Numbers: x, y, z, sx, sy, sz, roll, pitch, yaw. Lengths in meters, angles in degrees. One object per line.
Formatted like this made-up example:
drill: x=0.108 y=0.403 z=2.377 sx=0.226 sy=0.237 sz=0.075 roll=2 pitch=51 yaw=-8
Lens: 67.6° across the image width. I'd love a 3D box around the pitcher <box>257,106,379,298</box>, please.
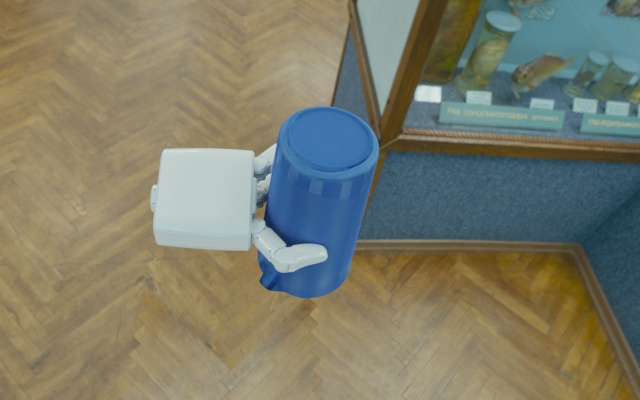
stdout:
pitcher: x=0.000 y=0.002 z=0.591 sx=0.145 sy=0.149 sz=0.243 roll=3 pitch=-38 yaw=-8
